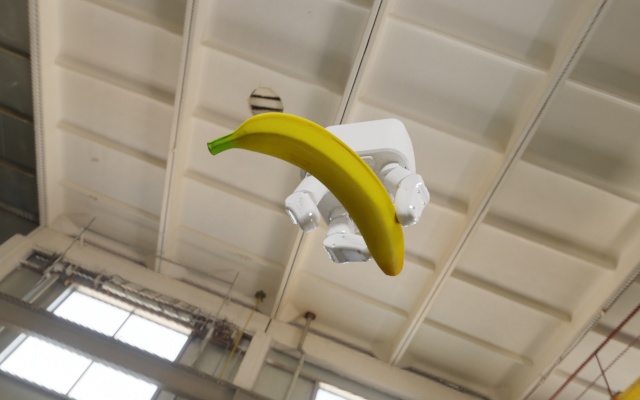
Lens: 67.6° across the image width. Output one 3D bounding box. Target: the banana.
[{"bbox_3d":[0.009,-0.013,0.393,0.198,0.070,0.037,36,25,-13],"label":"banana"}]
